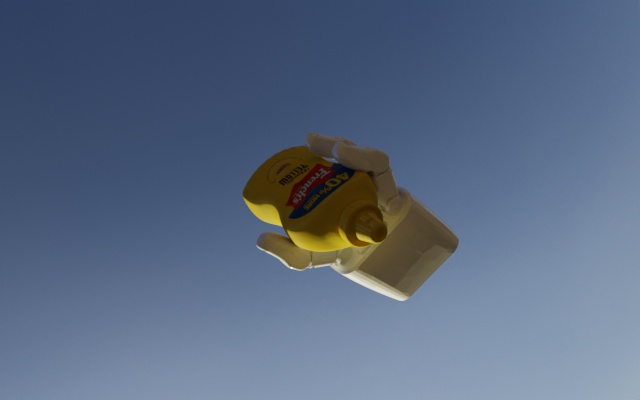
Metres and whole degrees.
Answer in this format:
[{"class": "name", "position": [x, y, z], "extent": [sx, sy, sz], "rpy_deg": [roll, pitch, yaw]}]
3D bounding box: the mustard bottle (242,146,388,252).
[{"class": "mustard bottle", "position": [0.000, 0.001, 0.471], "extent": [0.096, 0.058, 0.191], "rpy_deg": [-38, 33, -16]}]
